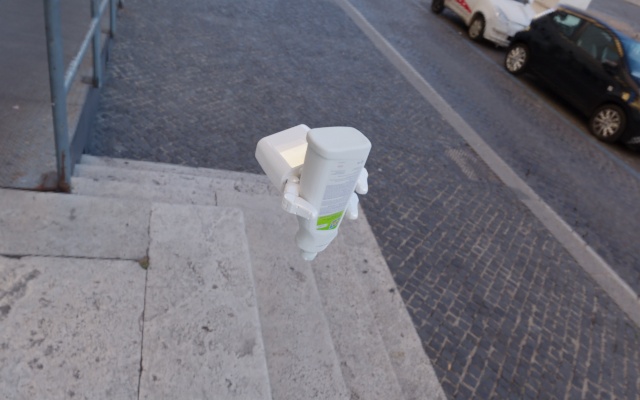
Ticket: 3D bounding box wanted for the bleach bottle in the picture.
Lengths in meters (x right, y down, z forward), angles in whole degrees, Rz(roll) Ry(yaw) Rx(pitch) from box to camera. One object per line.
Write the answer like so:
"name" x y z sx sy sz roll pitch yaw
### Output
"bleach bottle" 0.000 0.003 0.788 0.102 0.251 0.068 -10 44 -33
